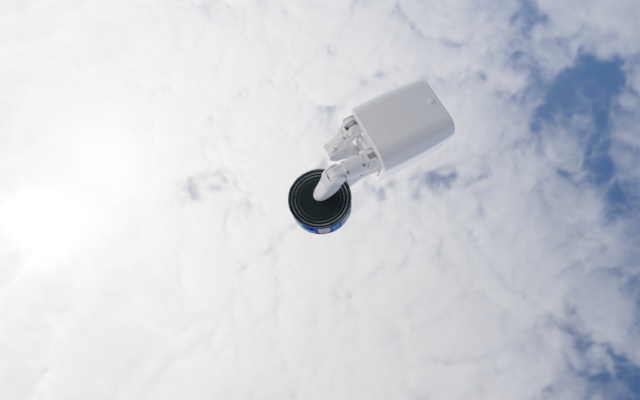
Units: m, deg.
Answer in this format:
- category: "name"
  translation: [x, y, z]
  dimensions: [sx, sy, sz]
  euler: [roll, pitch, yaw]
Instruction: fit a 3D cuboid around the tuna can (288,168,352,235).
- category: "tuna can"
  translation: [0.000, 0.002, 0.649]
  dimensions: [0.086, 0.086, 0.034]
  euler: [0, -21, 5]
